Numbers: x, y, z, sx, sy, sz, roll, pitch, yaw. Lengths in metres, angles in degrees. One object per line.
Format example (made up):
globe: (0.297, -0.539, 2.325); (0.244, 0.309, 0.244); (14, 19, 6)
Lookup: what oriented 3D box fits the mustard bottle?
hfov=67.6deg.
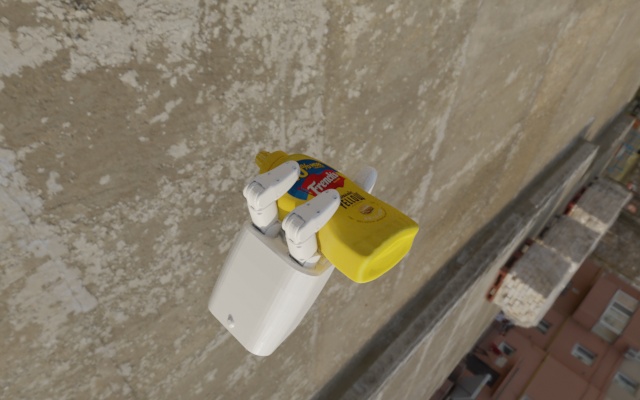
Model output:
mustard bottle: (0.000, 0.001, 0.496); (0.191, 0.058, 0.096); (36, 41, 28)
